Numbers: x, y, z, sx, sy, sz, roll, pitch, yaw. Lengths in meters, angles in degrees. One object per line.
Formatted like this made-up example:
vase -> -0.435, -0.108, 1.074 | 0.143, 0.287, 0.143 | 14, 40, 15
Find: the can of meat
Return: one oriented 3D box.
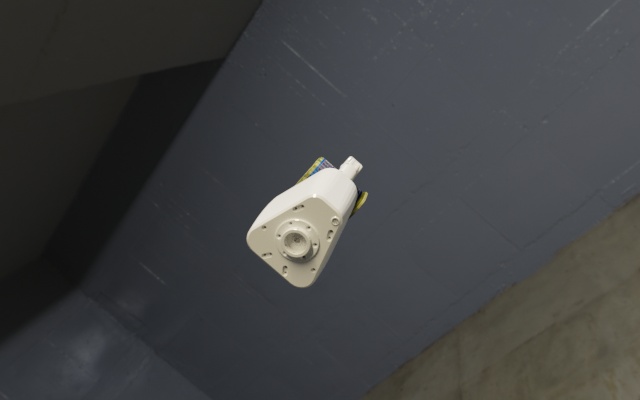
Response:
can of meat -> 0.000, 0.002, 0.664 | 0.084, 0.102, 0.057 | 41, 25, -4
